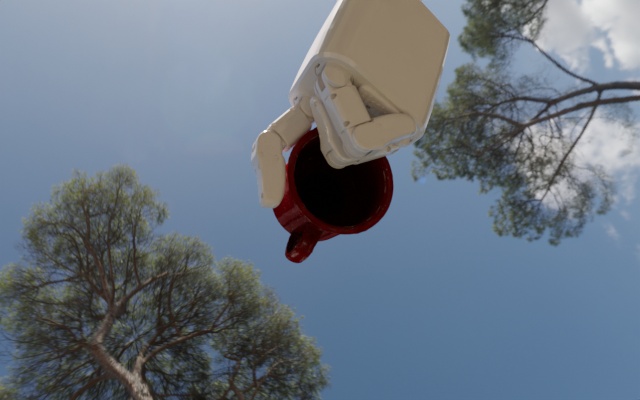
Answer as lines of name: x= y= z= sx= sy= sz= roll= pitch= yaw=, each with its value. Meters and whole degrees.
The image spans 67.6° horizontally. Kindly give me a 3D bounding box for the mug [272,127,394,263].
mug: x=0.000 y=0.003 z=0.416 sx=0.093 sy=0.117 sz=0.081 roll=27 pitch=-21 yaw=-12
